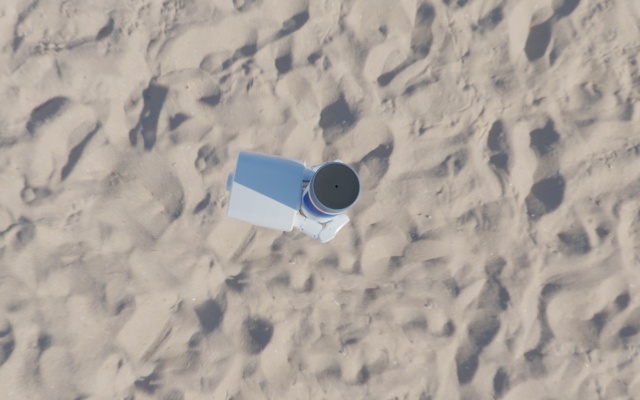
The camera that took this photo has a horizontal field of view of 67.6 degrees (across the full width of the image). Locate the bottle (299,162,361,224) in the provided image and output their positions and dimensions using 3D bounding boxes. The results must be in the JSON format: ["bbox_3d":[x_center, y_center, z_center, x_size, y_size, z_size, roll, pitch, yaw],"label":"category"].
[{"bbox_3d":[0.000,0.003,0.768,0.069,0.069,0.296,0,-8,-8],"label":"bottle"}]
